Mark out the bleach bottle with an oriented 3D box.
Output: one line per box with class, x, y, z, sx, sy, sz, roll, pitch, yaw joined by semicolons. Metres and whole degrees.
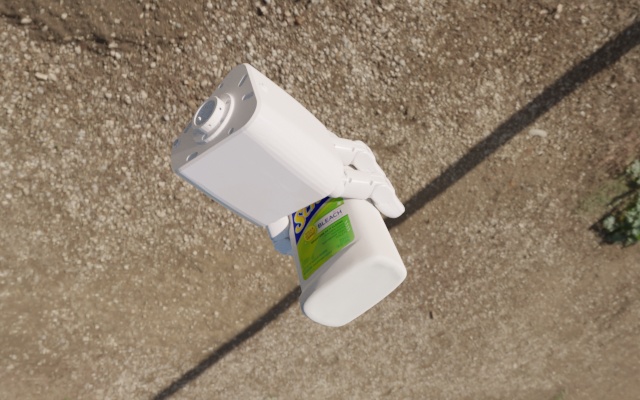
bleach bottle;0.000;0.002;0.515;0.102;0.250;0.068;-40;-48;17
